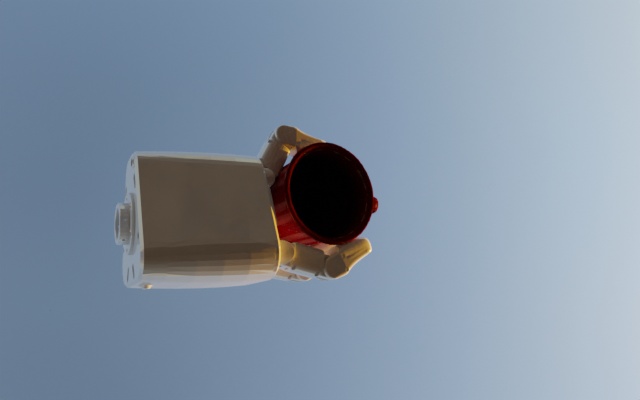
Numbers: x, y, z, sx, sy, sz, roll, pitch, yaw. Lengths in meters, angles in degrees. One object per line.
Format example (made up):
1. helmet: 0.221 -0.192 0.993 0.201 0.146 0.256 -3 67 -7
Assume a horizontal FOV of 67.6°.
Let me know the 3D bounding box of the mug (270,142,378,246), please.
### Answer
1. mug: 0.001 0.002 0.462 0.117 0.093 0.081 4 -13 -30
